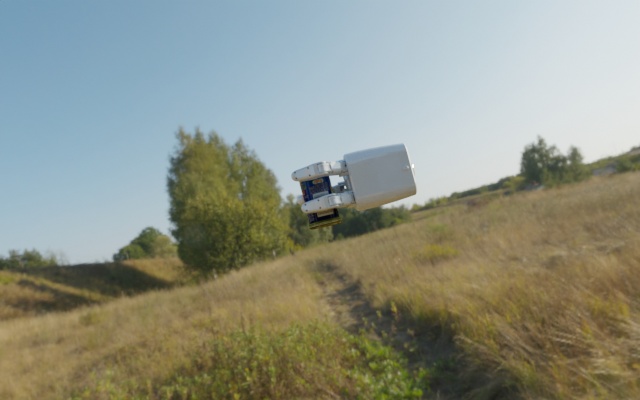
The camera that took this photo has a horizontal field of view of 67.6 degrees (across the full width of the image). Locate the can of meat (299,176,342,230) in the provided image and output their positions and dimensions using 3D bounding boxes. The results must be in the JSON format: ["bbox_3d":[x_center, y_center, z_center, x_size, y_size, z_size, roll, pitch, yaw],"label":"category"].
[{"bbox_3d":[0.000,0.002,0.827,0.057,0.084,0.102,-14,-6,2],"label":"can of meat"}]
